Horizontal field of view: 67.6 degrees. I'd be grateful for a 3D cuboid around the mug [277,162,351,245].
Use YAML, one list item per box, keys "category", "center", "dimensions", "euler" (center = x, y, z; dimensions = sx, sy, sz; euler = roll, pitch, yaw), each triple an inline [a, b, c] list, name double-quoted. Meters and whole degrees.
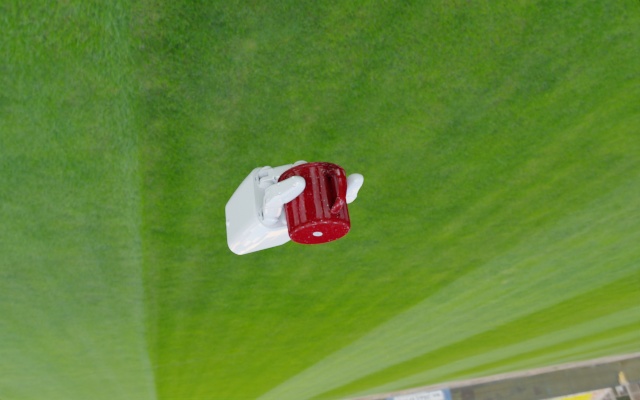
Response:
- category: "mug"
  center: [0.001, 0.002, 0.613]
  dimensions: [0.093, 0.081, 0.117]
  euler: [7, -29, -32]
